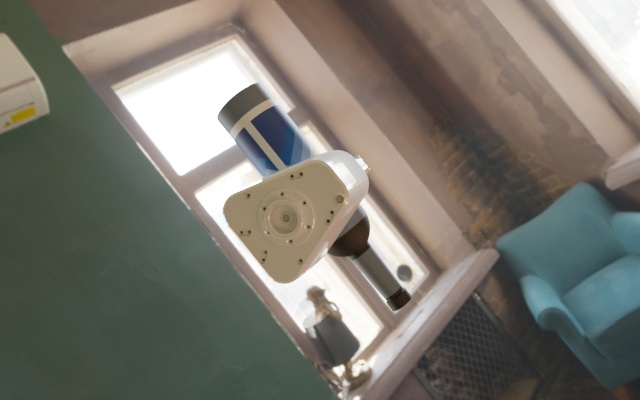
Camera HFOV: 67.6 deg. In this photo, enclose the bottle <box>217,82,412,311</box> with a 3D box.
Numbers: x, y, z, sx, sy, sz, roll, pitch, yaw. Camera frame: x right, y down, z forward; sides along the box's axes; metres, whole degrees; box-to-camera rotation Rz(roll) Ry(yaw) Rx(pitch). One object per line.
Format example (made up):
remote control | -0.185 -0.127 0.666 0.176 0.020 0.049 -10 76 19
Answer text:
bottle | 0.000 0.002 0.541 0.069 0.295 0.069 -39 -2 -1
